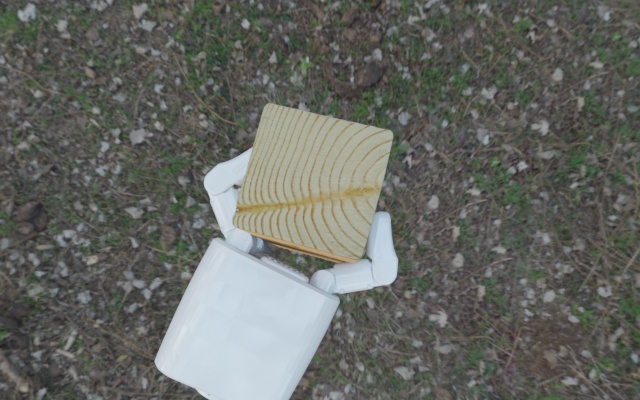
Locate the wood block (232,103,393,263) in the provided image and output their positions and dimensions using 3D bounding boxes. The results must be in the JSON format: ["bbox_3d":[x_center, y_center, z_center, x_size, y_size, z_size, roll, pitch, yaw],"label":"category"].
[{"bbox_3d":[0.000,0.002,0.413,0.091,0.090,0.206,14,-8,5],"label":"wood block"}]
